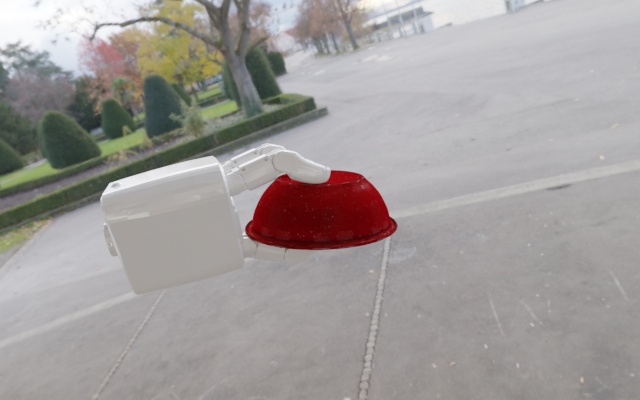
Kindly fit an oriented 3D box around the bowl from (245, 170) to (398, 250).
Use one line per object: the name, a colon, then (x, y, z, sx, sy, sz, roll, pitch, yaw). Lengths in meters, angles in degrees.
bowl: (0.001, 0.001, 0.504, 0.162, 0.055, 0.162, -1, 12, 0)
